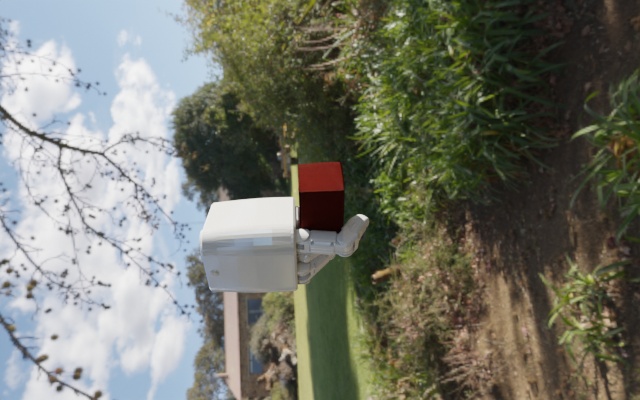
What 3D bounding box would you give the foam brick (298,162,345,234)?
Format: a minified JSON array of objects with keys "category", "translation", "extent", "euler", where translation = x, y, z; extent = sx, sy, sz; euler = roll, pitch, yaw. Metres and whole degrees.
[{"category":"foam brick","translation":[0.000,0.002,0.551],"extent":[0.051,0.078,0.053],"euler":[-1,41,-1]}]
